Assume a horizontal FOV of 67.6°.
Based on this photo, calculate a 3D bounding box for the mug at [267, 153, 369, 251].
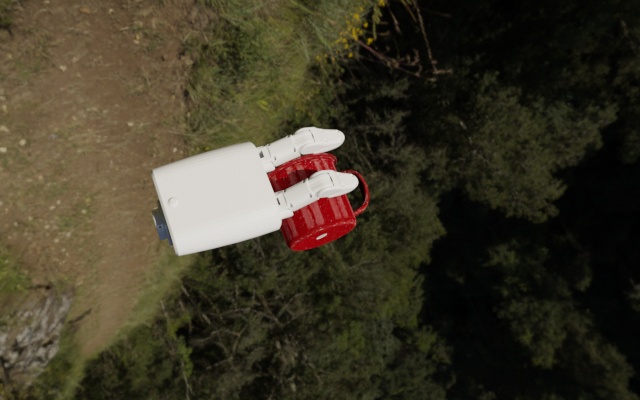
[{"bbox_3d":[0.001,0.002,0.540,0.117,0.081,0.093,-16,-17,-18],"label":"mug"}]
